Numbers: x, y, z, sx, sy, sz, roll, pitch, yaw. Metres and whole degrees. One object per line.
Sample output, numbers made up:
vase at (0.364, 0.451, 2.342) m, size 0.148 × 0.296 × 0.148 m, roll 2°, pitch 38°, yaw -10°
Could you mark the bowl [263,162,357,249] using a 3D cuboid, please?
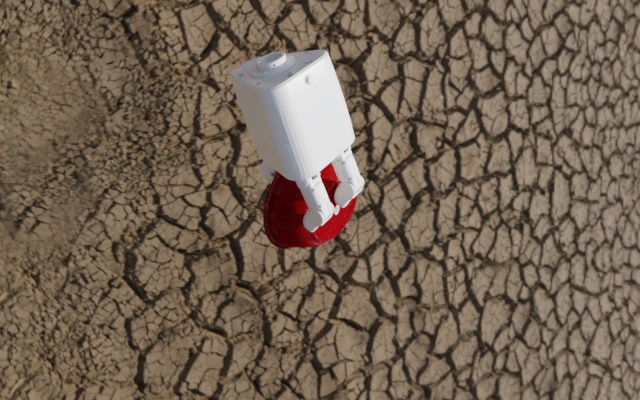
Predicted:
bowl at (0.001, 0.003, 0.633) m, size 0.055 × 0.162 × 0.162 m, roll 27°, pitch 15°, yaw 31°
